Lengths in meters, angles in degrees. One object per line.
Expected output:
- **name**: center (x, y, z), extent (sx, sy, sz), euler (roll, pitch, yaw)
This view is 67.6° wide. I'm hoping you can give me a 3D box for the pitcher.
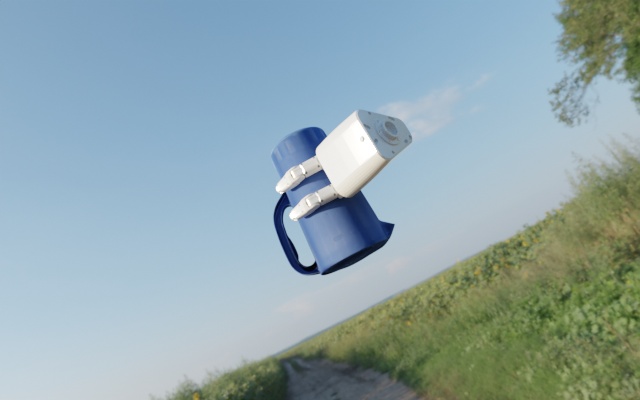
- **pitcher**: center (0.000, 0.003, 0.829), extent (0.149, 0.242, 0.145), euler (-14, -20, -43)
